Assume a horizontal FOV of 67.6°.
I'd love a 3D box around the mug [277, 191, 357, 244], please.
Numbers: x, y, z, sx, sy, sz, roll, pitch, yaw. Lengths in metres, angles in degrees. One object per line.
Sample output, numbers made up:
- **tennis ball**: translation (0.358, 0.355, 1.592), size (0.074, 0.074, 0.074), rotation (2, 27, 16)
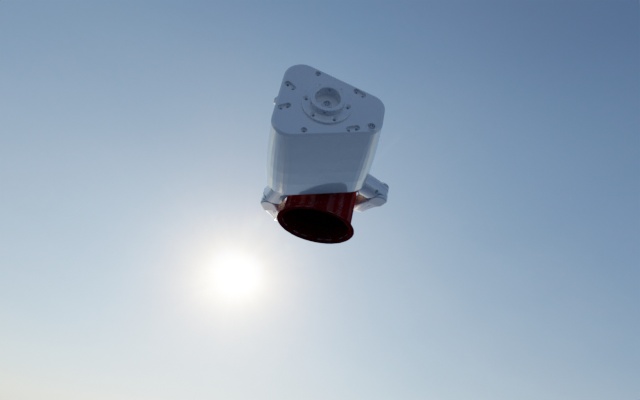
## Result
- **mug**: translation (0.000, 0.002, 0.592), size (0.093, 0.081, 0.117), rotation (14, -29, -1)
